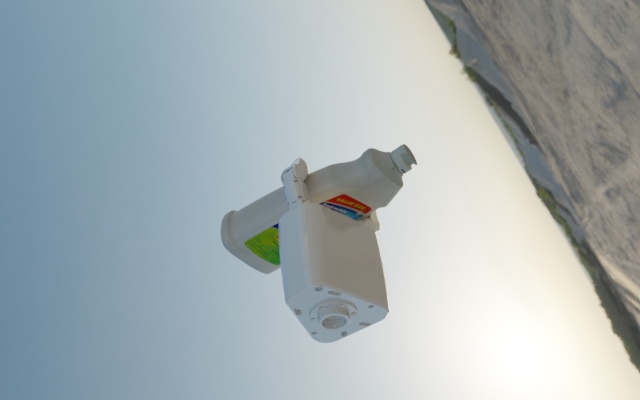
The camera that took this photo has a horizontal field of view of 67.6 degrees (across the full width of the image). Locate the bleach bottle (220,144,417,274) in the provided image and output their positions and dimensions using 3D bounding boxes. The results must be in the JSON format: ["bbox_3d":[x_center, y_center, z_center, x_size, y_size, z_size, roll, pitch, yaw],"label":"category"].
[{"bbox_3d":[0.000,0.002,0.595,0.251,0.068,0.103,-31,-50,22],"label":"bleach bottle"}]
